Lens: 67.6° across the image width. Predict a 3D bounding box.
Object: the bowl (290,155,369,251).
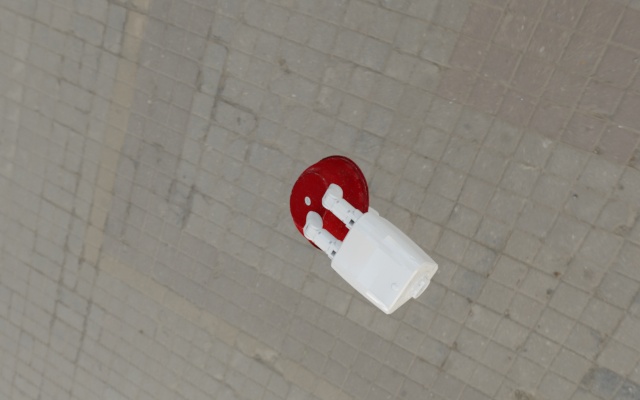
[{"bbox_3d":[-0.001,0.002,0.773,0.055,0.162,0.162,7,-5,-44],"label":"bowl"}]
